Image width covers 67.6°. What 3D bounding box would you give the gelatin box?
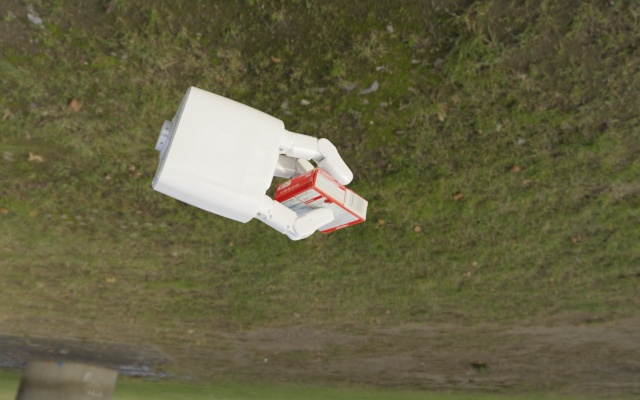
[{"bbox_3d":[0.000,0.002,0.571,0.089,0.030,0.073,32,-35,-31],"label":"gelatin box"}]
